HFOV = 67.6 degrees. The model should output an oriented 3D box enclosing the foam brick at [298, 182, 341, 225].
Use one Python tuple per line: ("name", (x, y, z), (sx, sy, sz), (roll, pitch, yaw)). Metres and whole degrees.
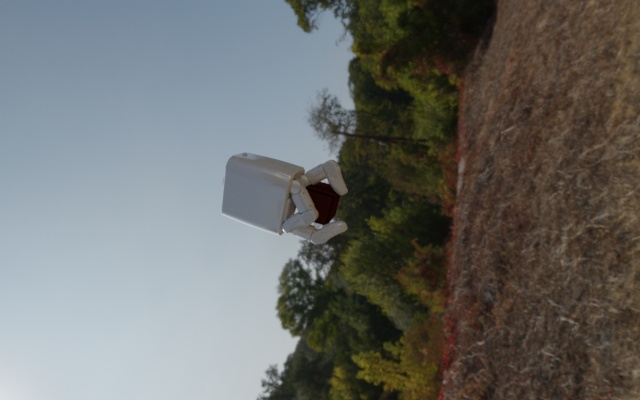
("foam brick", (0.000, 0.003, 0.792), (0.051, 0.053, 0.078), (17, 13, 8))
